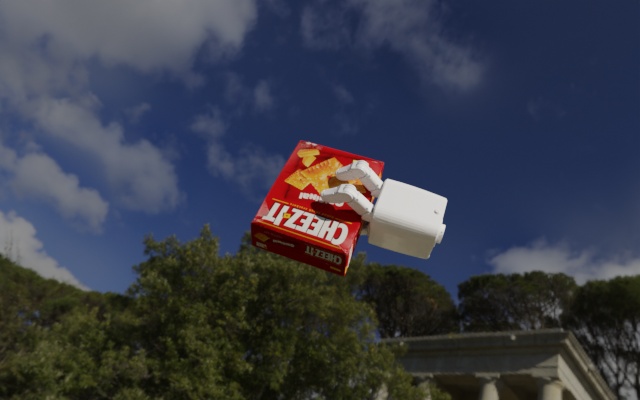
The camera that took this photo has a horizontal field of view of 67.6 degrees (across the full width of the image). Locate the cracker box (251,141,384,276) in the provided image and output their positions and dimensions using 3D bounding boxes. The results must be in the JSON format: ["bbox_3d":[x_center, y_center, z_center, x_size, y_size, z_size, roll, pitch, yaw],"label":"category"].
[{"bbox_3d":[0.000,0.003,0.813,0.164,0.213,0.072,17,-40,11],"label":"cracker box"}]
